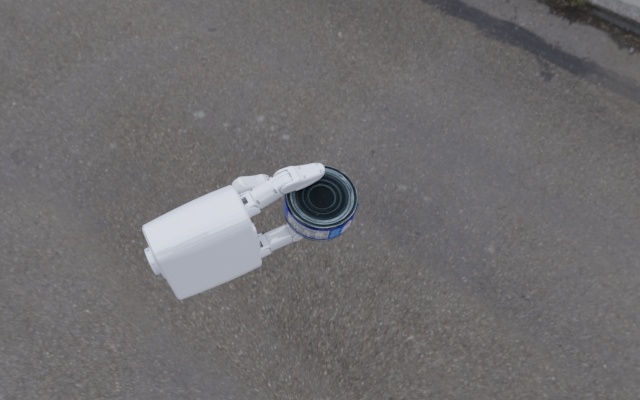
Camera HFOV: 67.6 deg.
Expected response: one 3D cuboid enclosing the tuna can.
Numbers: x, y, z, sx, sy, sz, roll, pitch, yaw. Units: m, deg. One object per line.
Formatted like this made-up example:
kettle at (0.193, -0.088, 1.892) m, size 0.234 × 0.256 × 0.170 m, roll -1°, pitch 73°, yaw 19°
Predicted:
tuna can at (0.000, 0.002, 0.554) m, size 0.086 × 0.086 × 0.034 m, roll 0°, pitch -28°, yaw -7°
